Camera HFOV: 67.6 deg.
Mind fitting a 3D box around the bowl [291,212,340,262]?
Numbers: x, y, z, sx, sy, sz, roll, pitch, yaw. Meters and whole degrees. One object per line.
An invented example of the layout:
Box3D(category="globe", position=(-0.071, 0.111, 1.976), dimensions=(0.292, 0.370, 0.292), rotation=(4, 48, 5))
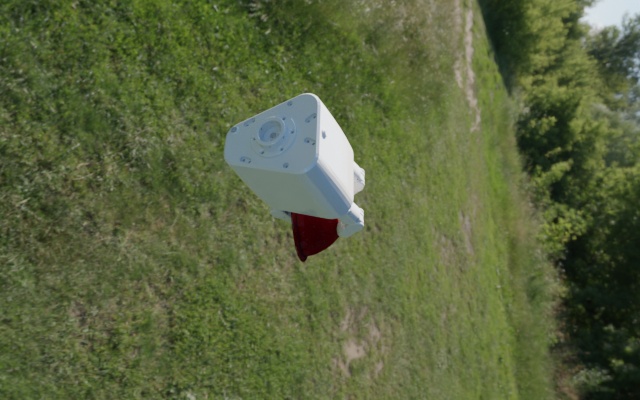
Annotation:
Box3D(category="bowl", position=(0.001, 0.002, 0.649), dimensions=(0.055, 0.162, 0.162), rotation=(-2, 0, 7))
